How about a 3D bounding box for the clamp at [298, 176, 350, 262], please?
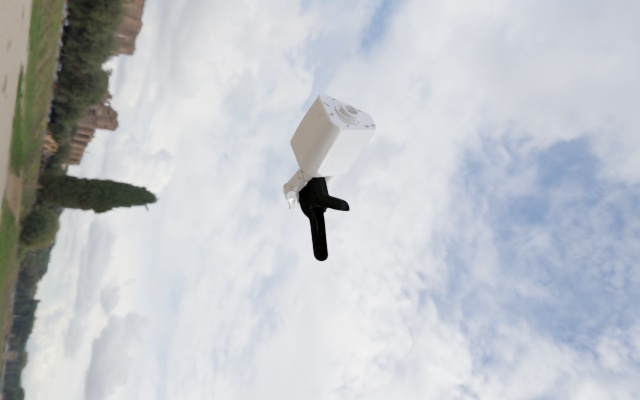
[{"bbox_3d":[0.001,0.003,0.804,0.039,0.171,0.120,8,-47,-32],"label":"clamp"}]
